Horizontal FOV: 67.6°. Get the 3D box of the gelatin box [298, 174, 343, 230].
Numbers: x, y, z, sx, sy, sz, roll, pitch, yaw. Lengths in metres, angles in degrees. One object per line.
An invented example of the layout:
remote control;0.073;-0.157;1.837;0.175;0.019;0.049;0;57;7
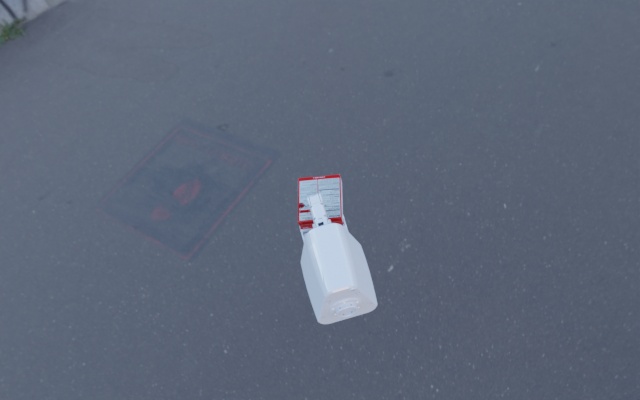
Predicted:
gelatin box;0.000;0.002;0.797;0.073;0.089;0.030;-5;-30;7
